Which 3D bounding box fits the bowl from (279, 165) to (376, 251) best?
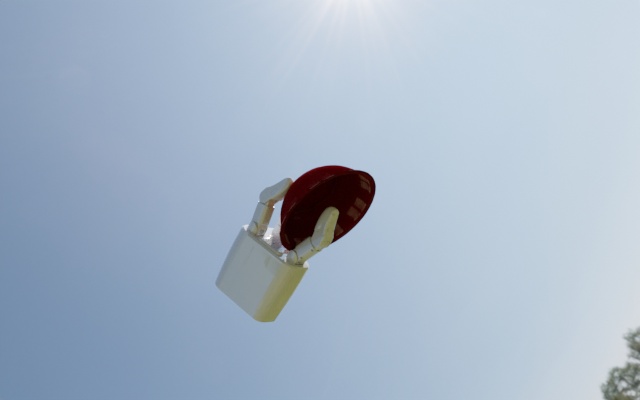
[{"bbox_3d":[0.001,0.001,0.697,0.162,0.162,0.055,0,42,-44],"label":"bowl"}]
